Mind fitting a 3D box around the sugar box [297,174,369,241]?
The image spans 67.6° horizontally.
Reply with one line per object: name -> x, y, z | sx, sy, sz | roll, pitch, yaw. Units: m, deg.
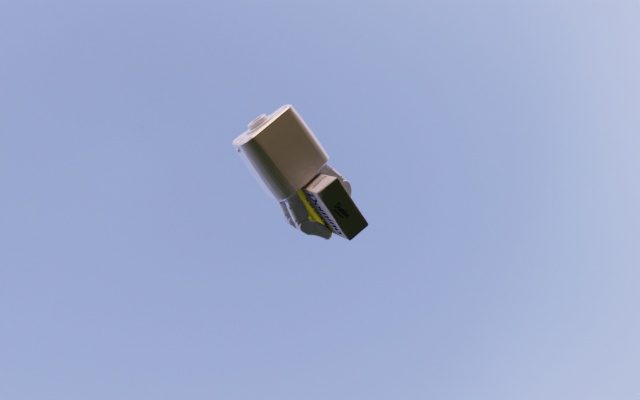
sugar box -> 0.000, 0.003, 0.766 | 0.048, 0.093, 0.176 | -39, 19, -11
